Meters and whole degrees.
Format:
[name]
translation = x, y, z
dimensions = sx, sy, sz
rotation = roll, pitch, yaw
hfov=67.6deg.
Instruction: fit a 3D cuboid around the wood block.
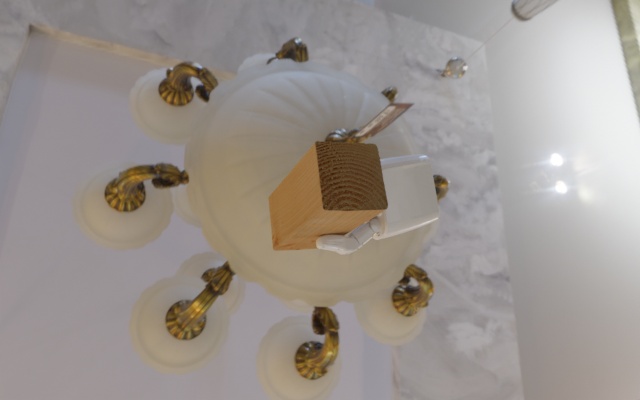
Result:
[wood block]
translation = 0.000, 0.003, 0.671
dimensions = 0.090, 0.090, 0.206
rotation = 0, -19, -23
